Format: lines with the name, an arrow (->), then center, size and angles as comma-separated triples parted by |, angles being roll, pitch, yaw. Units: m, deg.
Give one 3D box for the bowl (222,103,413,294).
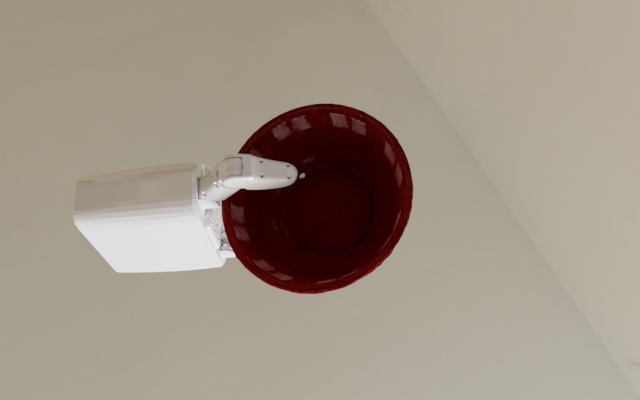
bowl -> 0.001, 0.002, 0.409 | 0.162, 0.162, 0.055 | 0, -17, 17
